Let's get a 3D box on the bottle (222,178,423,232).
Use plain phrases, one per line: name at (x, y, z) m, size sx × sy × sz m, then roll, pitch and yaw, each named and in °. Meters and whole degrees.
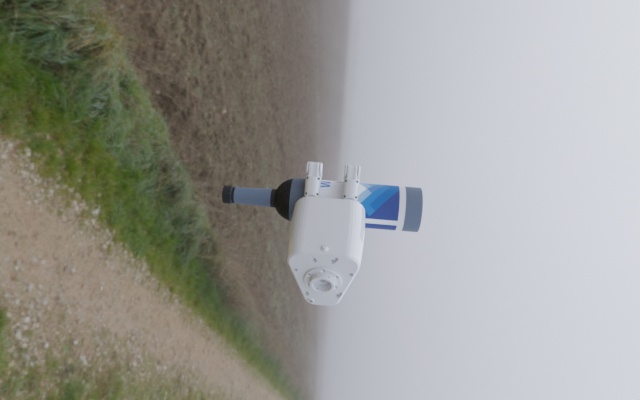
bottle at (0.000, 0.002, 0.717) m, size 0.296 × 0.069 × 0.069 m, roll 5°, pitch 0°, yaw 3°
